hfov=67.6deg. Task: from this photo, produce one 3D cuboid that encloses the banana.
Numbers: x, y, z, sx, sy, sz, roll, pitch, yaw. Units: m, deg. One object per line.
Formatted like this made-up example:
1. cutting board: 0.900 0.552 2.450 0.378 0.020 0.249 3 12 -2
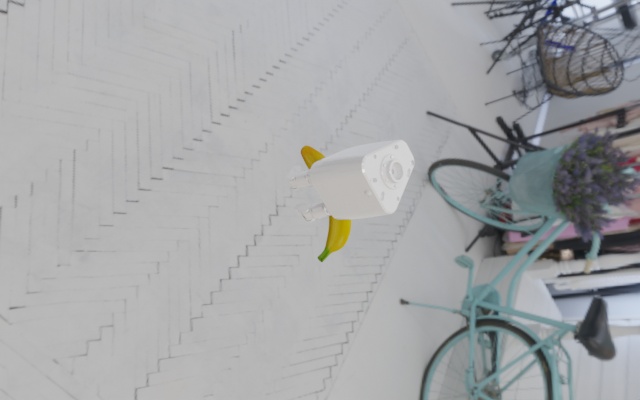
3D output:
1. banana: 0.015 0.001 0.794 0.069 0.198 0.037 -17 13 -34
